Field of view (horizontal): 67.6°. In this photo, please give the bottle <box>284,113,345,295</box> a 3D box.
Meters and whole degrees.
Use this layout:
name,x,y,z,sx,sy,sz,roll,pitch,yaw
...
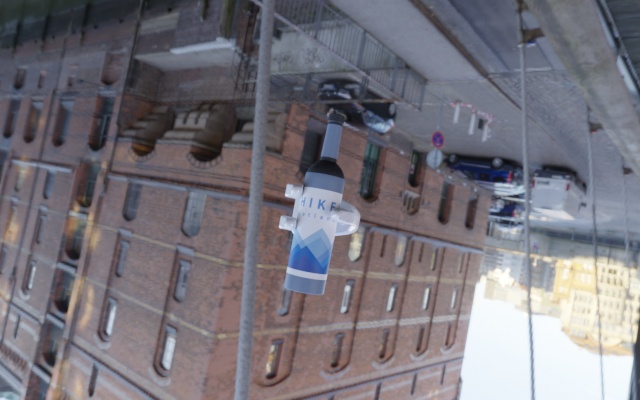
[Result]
name,x,y,z,sx,sy,sz,roll,pitch,yaw
bottle,0.000,0.003,0.789,0.069,0.295,0.069,11,-3,1
